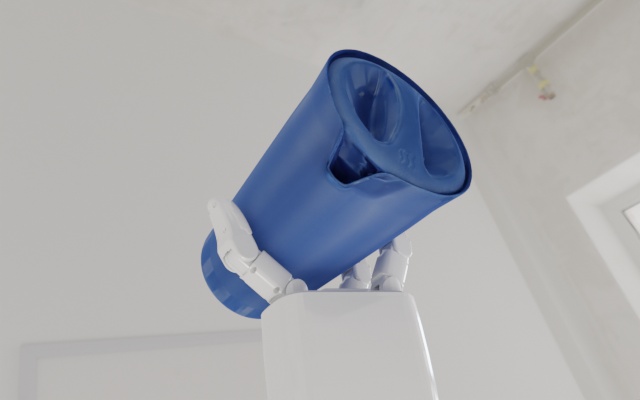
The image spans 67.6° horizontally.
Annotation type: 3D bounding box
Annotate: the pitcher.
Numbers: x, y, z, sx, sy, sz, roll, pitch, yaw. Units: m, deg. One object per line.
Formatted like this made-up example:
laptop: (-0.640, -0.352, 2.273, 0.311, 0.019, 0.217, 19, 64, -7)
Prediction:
pitcher: (0.000, 0.001, 0.413, 0.149, 0.145, 0.243, 15, -42, -33)
